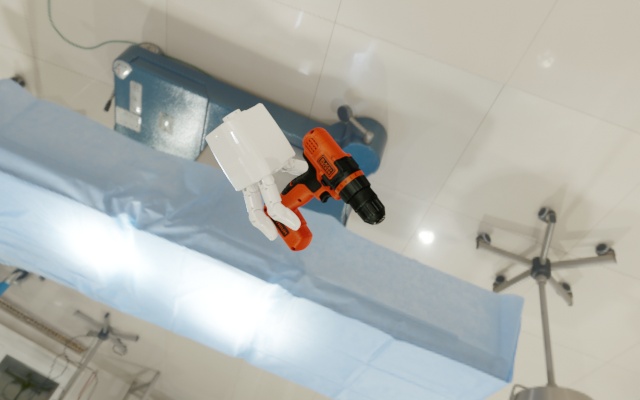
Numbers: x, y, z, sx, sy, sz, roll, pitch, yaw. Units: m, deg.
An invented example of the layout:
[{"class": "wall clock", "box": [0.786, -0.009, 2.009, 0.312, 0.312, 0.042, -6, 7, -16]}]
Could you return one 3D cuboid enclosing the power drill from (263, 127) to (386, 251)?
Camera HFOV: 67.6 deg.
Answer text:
[{"class": "power drill", "box": [0.000, 0.003, 0.789, 0.188, 0.184, 0.057, -46, -18, 33]}]
